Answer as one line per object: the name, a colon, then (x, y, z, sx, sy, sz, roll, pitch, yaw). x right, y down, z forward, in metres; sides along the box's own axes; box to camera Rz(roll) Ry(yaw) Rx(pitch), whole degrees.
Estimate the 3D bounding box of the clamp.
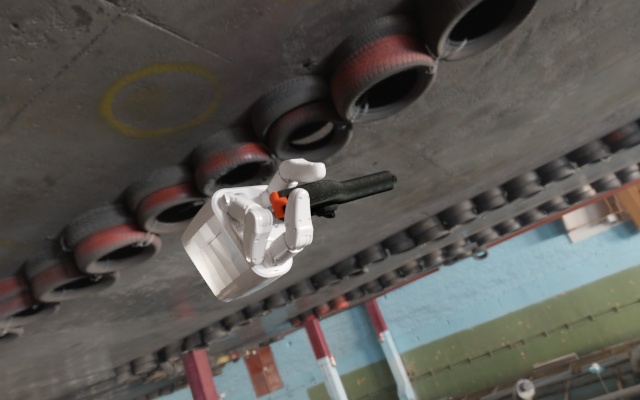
clamp: (0.000, 0.002, 0.570, 0.171, 0.039, 0.120, -7, -22, -42)
